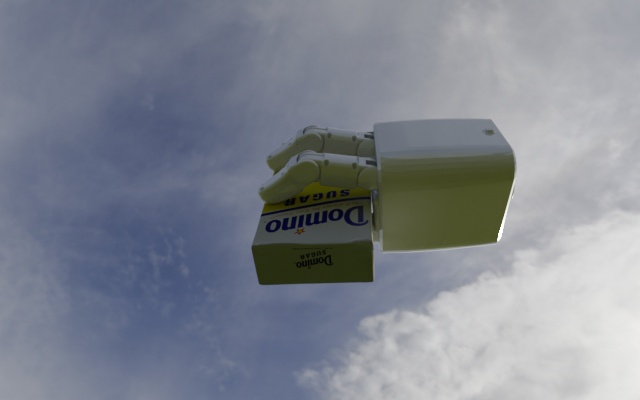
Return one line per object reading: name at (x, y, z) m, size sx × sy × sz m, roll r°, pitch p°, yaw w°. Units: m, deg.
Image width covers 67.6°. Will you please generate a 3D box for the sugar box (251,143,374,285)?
sugar box at (0.000, 0.001, 0.430) m, size 0.093 × 0.048 × 0.176 m, roll -3°, pitch 30°, yaw 5°
